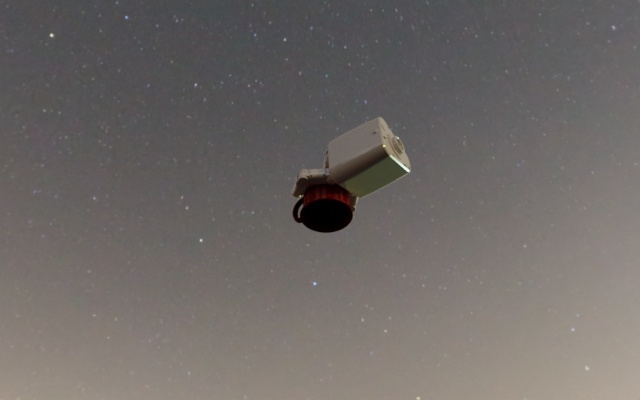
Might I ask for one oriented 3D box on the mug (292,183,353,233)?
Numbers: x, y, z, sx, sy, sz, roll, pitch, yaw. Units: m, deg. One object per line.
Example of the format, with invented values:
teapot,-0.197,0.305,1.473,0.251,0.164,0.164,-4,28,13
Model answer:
mug,-0.001,0.003,0.864,0.117,0.081,0.093,-26,-48,24
